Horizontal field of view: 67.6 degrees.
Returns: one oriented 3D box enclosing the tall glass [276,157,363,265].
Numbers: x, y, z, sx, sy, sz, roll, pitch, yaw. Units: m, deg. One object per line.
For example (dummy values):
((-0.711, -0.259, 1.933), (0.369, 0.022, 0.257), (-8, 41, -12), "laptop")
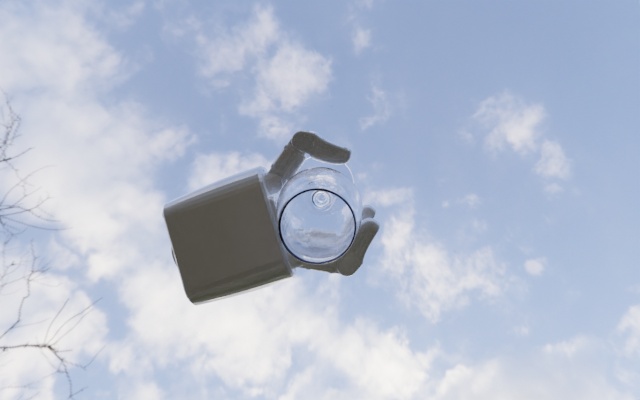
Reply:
((0.000, 0.001, 0.469), (0.079, 0.079, 0.201), (0, 11, 1), "tall glass")
